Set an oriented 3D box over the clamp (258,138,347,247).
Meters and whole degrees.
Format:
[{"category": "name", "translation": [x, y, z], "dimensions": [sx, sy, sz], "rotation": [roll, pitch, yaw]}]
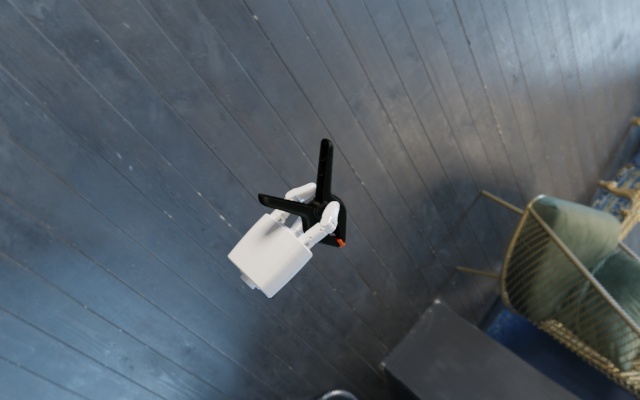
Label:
[{"category": "clamp", "translation": [0.001, 0.004, 0.863], "dimensions": [0.036, 0.164, 0.210], "rotation": [29, -18, 50]}]
